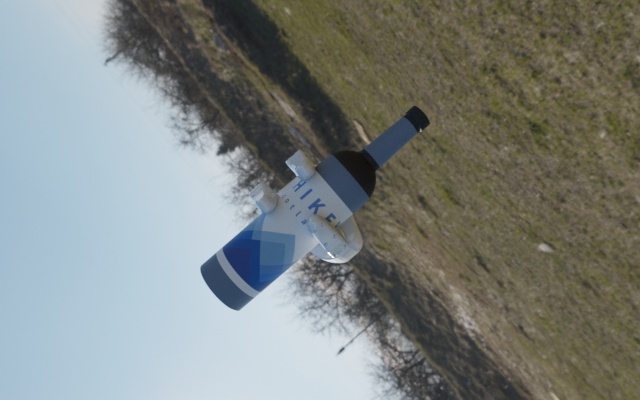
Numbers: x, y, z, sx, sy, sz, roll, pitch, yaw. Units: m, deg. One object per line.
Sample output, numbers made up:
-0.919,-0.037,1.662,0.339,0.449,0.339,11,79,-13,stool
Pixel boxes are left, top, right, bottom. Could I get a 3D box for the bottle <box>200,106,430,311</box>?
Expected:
0.000,0.002,0.529,0.296,0.069,0.069,-41,-1,1,bottle
